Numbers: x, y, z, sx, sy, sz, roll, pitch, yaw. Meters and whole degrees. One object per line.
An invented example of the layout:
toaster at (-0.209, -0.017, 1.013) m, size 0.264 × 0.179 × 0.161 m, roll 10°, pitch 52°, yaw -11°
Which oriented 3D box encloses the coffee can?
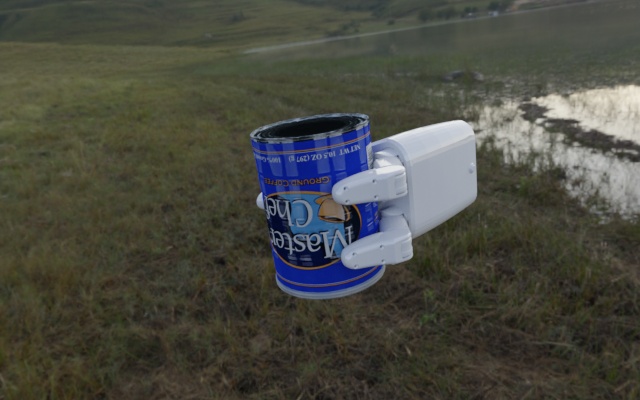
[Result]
coffee can at (0.000, 0.002, 0.427) m, size 0.103 × 0.140 × 0.102 m, roll -7°, pitch 18°, yaw 2°
